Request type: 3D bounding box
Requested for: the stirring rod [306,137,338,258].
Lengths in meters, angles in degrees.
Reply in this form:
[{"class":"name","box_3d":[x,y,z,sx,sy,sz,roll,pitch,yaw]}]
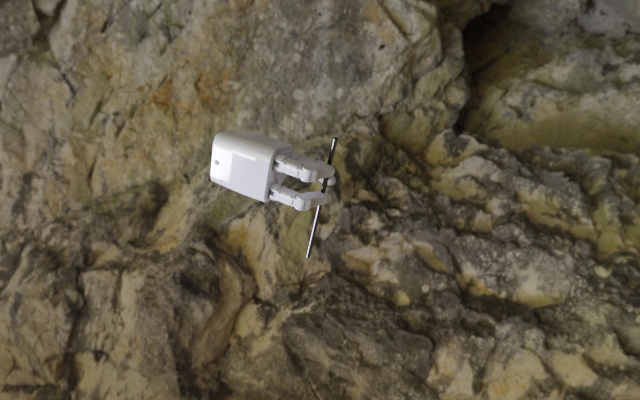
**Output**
[{"class":"stirring rod","box_3d":[0.000,0.003,0.815,0.011,0.240,0.011,10,31,-6]}]
